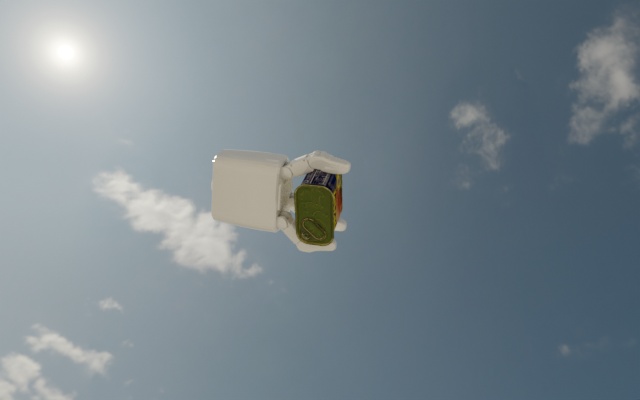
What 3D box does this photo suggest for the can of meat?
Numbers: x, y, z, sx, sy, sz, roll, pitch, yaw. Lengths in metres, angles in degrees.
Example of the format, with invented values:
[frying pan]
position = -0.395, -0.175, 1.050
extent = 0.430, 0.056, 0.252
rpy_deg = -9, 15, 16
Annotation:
[can of meat]
position = 0.000, 0.002, 0.714
extent = 0.057, 0.102, 0.084
rpy_deg = 6, 32, 12
